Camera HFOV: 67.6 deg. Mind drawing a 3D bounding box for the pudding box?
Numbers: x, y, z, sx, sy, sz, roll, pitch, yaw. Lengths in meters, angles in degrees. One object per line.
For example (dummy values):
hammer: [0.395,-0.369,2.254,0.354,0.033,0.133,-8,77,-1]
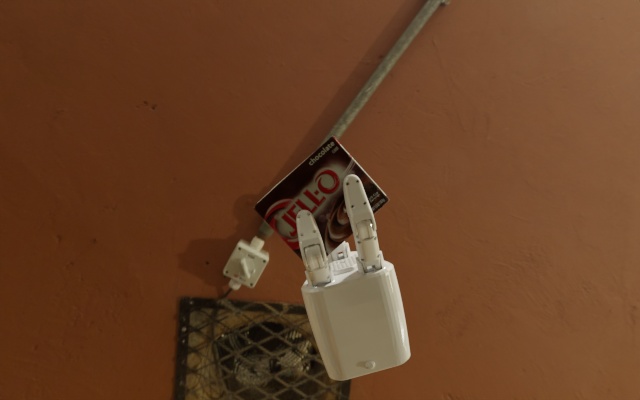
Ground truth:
pudding box: [0.000,0.002,0.504,0.113,0.090,0.039,-42,8,2]
